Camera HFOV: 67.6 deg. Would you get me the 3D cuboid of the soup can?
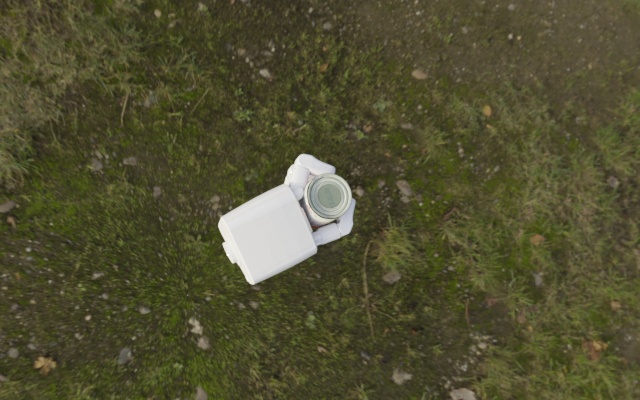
[{"bbox_3d":[0.001,0.002,0.714,0.068,0.068,0.102,0,-11,-15],"label":"soup can"}]
